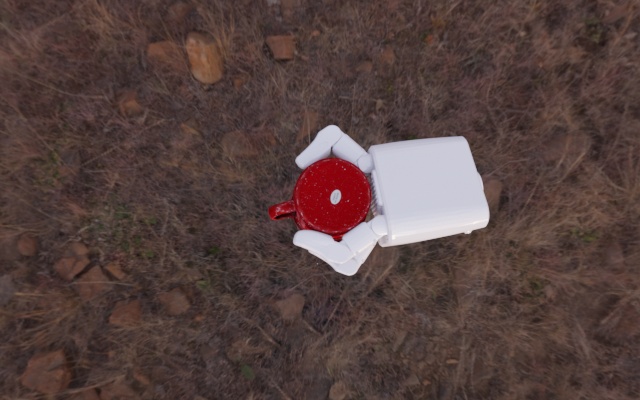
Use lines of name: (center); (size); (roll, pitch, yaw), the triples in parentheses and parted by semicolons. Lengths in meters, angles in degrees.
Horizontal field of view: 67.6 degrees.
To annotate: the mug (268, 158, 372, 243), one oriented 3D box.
mug: (-0.001, 0.002, 0.528); (0.117, 0.093, 0.081); (-9, -7, -3)
